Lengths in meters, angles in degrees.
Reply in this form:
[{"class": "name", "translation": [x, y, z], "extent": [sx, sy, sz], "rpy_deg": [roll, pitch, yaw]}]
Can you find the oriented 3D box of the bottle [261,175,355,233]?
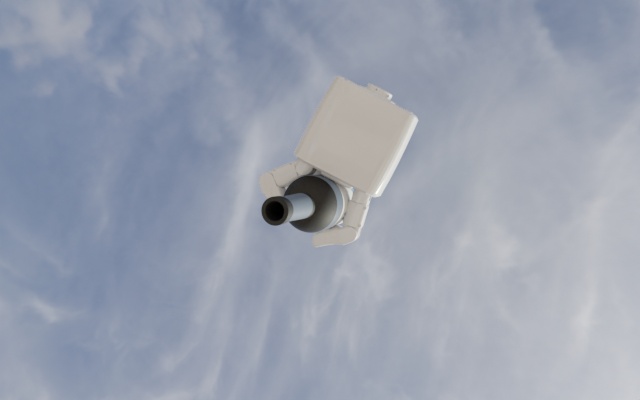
[{"class": "bottle", "translation": [0.000, 0.002, 0.581], "extent": [0.069, 0.069, 0.295], "rpy_deg": [0, 3, 17]}]
